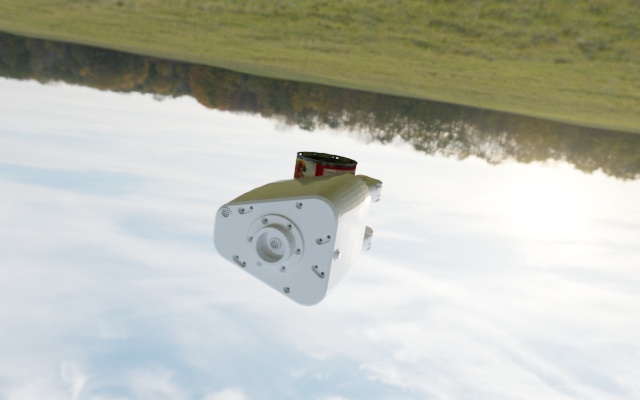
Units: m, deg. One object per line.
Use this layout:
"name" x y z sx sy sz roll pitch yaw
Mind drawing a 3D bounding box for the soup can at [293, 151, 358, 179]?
"soup can" 0.000 0.002 0.530 0.068 0.102 0.068 8 13 -2
